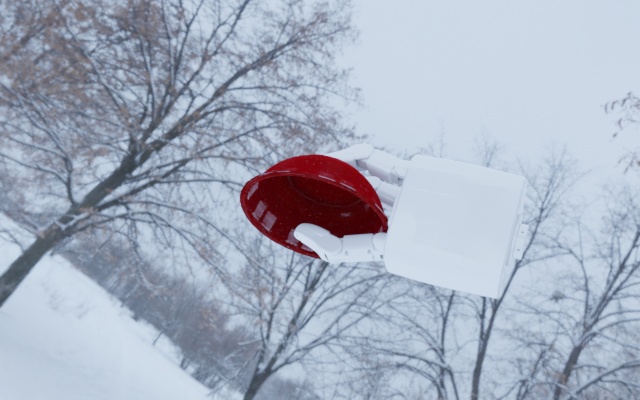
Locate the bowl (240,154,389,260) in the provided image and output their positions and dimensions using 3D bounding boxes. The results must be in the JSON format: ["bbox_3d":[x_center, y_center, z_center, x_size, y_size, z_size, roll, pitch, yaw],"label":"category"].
[{"bbox_3d":[-0.001,0.001,0.504,0.162,0.055,0.162,12,-33,8],"label":"bowl"}]
